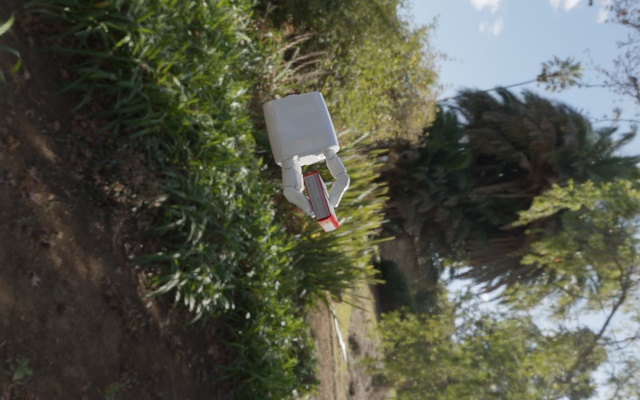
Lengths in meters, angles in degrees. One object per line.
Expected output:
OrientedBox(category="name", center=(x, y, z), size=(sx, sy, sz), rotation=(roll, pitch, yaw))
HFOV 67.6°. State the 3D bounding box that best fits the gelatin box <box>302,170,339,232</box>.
OrientedBox(category="gelatin box", center=(0.001, 0.003, 0.823), size=(0.030, 0.089, 0.073), rotation=(-21, -21, 5))
